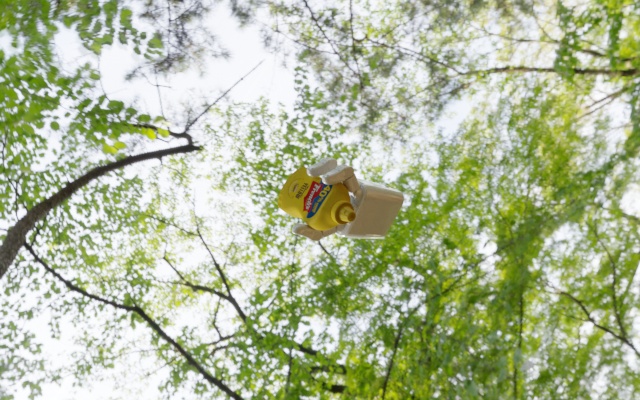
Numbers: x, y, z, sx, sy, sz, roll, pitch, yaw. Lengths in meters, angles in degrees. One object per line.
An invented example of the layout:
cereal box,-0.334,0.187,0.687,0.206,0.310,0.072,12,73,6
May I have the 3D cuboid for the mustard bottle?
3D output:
mustard bottle,0.000,0.003,0.863,0.058,0.096,0.191,38,-8,-37
